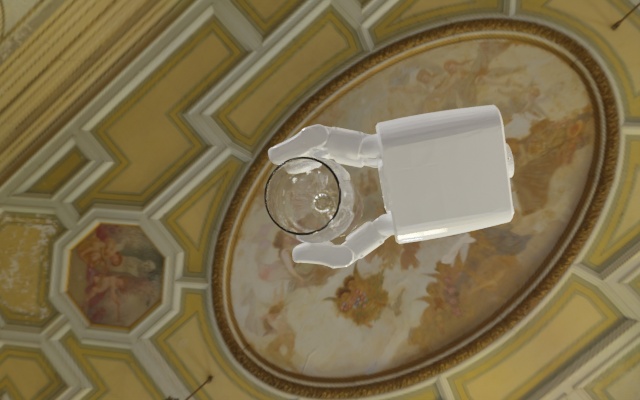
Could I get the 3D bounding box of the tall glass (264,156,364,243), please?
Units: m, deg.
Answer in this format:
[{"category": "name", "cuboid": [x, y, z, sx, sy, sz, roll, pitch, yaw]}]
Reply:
[{"category": "tall glass", "cuboid": [0.000, 0.002, 0.469, 0.079, 0.079, 0.201, 0, -3, 9]}]
